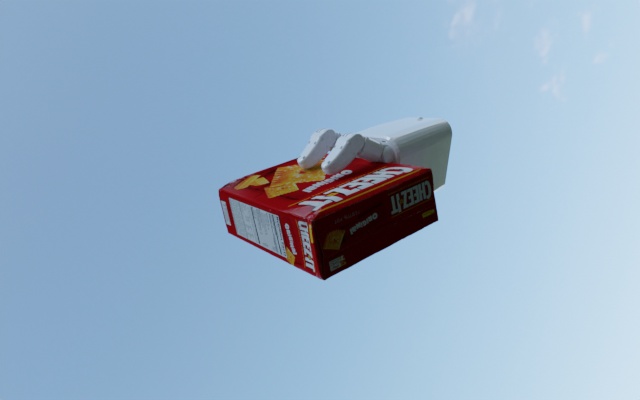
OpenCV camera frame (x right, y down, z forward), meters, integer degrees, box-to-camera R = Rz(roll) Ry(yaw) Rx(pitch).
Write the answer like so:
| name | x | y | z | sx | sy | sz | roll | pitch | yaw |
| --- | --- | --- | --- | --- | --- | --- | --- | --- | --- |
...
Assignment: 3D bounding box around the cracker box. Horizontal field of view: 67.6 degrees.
| name | x | y | z | sx | sy | sz | roll | pitch | yaw |
| --- | --- | --- | --- | --- | --- | --- | --- | --- | --- |
| cracker box | 0.000 | 0.002 | 0.560 | 0.164 | 0.072 | 0.213 | -23 | 22 | -30 |
